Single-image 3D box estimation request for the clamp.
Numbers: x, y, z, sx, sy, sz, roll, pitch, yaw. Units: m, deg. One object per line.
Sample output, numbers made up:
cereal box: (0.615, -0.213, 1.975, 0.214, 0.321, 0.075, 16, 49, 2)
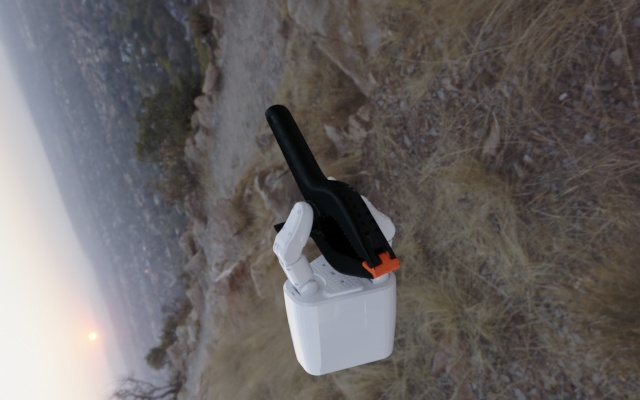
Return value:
clamp: (0.000, 0.002, 0.472, 0.036, 0.165, 0.210, -20, 32, -25)
